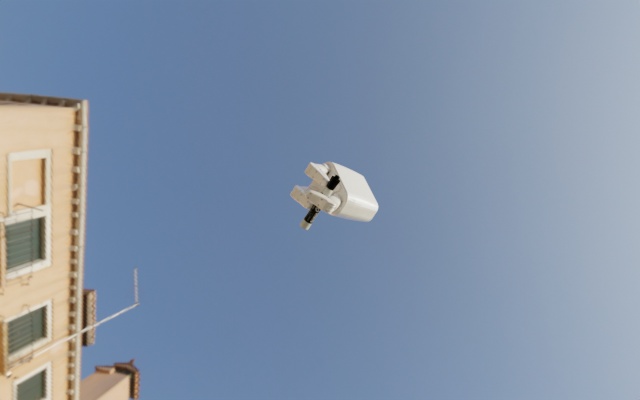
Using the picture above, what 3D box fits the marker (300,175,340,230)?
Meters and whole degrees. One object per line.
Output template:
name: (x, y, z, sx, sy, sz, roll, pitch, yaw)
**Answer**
marker: (0.000, 0.003, 0.895, 0.020, 0.121, 0.020, 30, 18, -11)
